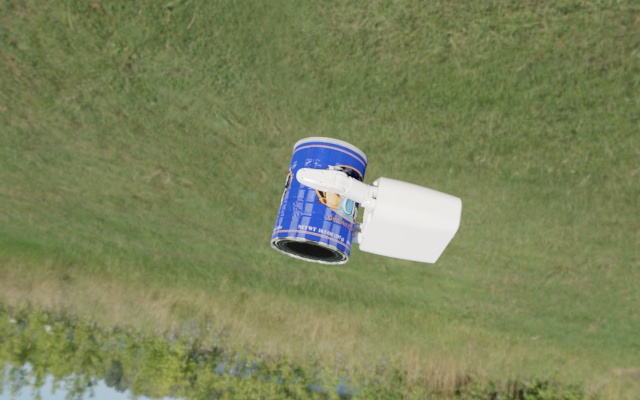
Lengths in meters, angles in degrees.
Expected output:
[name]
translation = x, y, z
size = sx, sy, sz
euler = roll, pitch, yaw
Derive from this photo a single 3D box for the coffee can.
[coffee can]
translation = 0.000, 0.002, 0.629
size = 0.103, 0.140, 0.103
euler = 11, -20, 4
